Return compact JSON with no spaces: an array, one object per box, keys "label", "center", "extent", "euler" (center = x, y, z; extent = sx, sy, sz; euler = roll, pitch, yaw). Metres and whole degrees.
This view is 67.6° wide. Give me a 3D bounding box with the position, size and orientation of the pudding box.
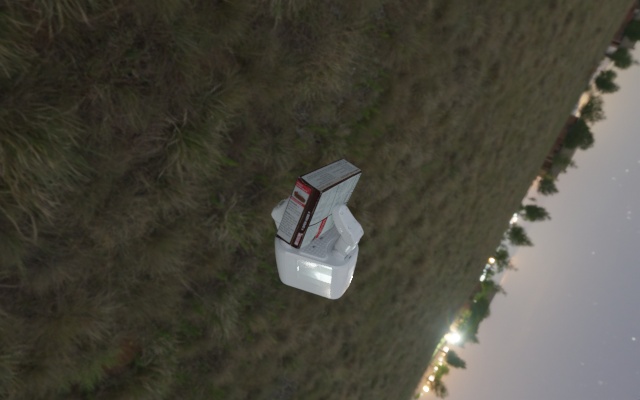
[{"label":"pudding box","center":[0.000,0.002,0.603],"extent":[0.039,0.090,0.113],"euler":[31,29,17]}]
